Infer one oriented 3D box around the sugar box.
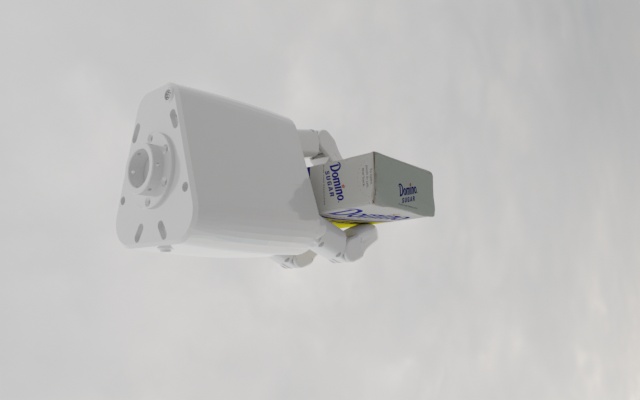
[{"bbox_3d":[0.000,0.002,0.421,0.176,0.048,0.093,-7,-12,40],"label":"sugar box"}]
